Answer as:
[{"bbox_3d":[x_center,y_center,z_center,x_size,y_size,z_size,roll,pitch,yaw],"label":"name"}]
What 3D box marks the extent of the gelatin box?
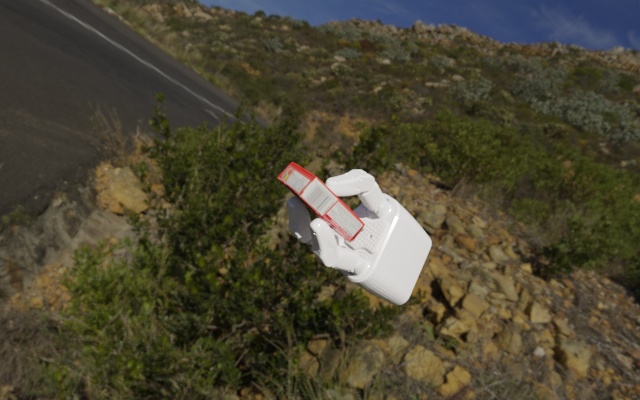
[{"bbox_3d":[0.000,0.001,0.536,0.089,0.030,0.073,43,-3,-30],"label":"gelatin box"}]
